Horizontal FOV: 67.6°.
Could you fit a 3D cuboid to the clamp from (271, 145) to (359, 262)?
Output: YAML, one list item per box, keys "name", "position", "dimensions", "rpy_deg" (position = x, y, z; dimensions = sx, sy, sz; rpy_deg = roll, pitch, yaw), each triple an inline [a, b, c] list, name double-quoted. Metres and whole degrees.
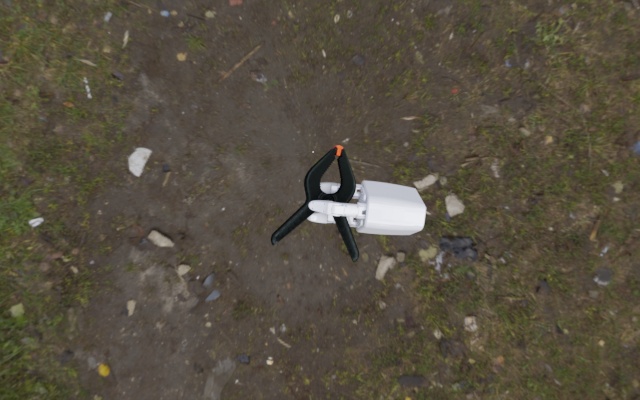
- name: "clamp"
  position: [0.001, 0.002, 0.862]
  dimensions: [0.164, 0.210, 0.036]
  rpy_deg: [6, 6, -8]
